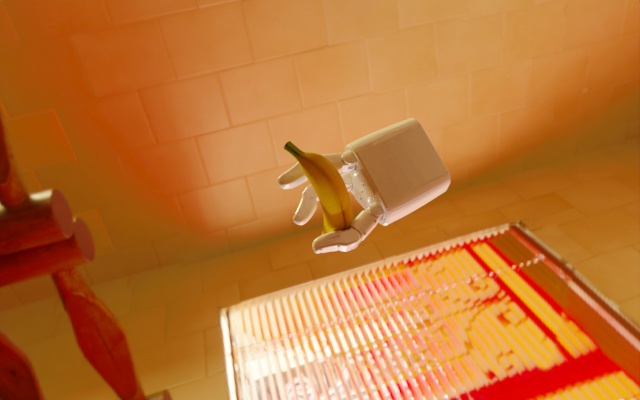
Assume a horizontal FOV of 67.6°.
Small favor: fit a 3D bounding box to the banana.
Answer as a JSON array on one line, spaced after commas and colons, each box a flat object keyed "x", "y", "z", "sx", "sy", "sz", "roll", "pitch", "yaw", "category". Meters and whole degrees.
[{"x": 0.011, "y": 0.007, "z": 0.609, "sx": 0.037, "sy": 0.198, "sz": 0.069, "roll": -38, "pitch": 46, "yaw": -21, "category": "banana"}]
